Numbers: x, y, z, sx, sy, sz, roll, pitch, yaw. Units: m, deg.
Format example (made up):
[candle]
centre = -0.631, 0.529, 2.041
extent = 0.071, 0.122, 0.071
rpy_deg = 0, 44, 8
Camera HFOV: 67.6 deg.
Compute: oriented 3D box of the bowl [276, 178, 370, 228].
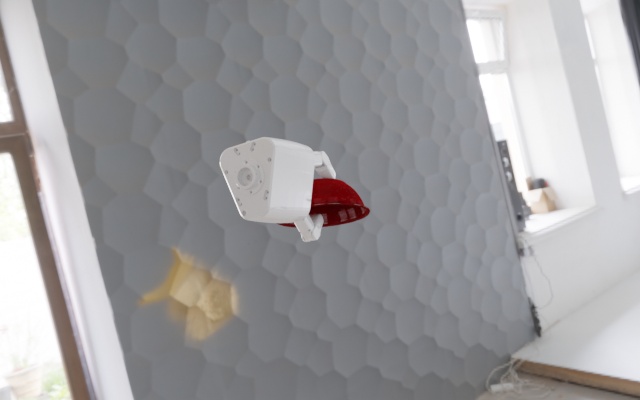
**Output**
[bowl]
centre = 0.000, 0.003, 0.804
extent = 0.162, 0.055, 0.162
rpy_deg = -5, -16, -1
